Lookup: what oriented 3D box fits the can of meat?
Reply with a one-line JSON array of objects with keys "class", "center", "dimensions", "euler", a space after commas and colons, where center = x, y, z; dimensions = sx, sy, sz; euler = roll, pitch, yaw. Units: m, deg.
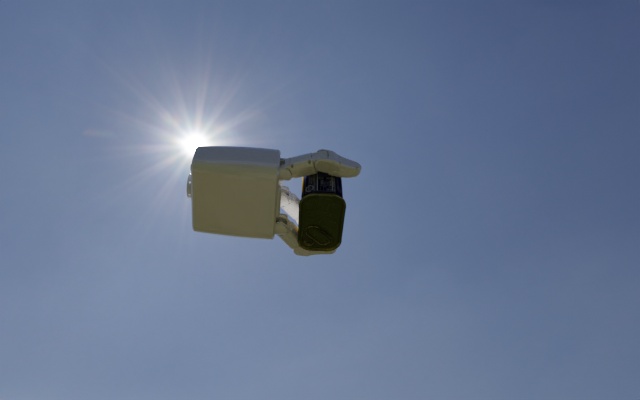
[{"class": "can of meat", "center": [0.000, 0.002, 0.626], "dimensions": [0.057, 0.102, 0.083], "euler": [2, 44, -3]}]
